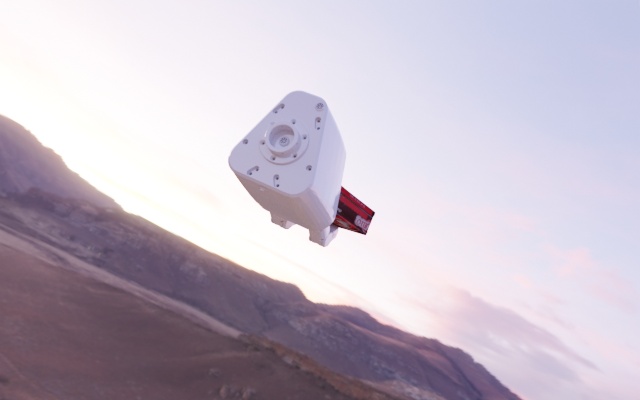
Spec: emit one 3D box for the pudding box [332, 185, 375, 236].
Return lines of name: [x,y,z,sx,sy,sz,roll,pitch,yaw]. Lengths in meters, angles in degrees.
pudding box: [0.000,0.002,0.606,0.113,0.039,0.090,16,-15,45]
